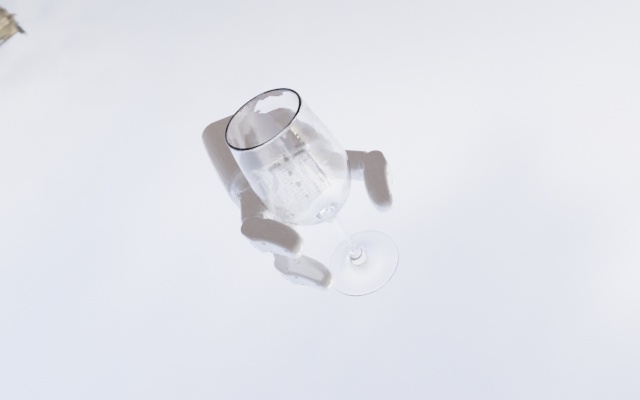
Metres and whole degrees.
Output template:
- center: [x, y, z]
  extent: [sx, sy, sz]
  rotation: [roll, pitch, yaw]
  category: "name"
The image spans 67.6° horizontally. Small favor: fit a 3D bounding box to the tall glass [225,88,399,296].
- center: [0.000, 0.002, 0.403]
  extent: [0.079, 0.079, 0.201]
  rotation: [0, -37, 31]
  category: "tall glass"
